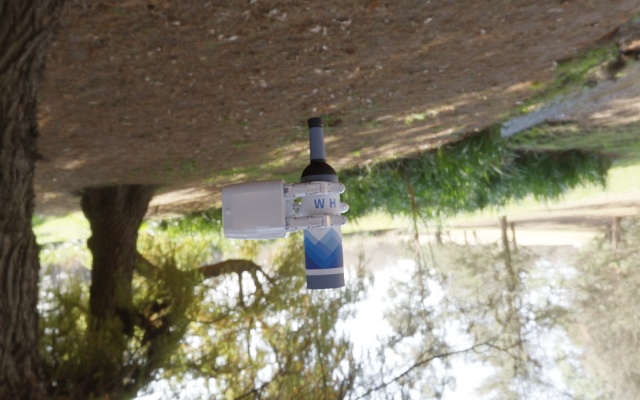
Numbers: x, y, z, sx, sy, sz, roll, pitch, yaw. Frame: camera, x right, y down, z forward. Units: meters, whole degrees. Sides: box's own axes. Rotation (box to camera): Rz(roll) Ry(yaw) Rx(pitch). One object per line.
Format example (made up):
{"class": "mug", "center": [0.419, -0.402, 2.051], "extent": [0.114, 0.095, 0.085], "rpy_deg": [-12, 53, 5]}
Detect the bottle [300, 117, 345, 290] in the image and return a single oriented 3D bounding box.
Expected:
{"class": "bottle", "center": [0.000, 0.003, 0.829], "extent": [0.069, 0.295, 0.069], "rpy_deg": [-4, -5, 0]}
